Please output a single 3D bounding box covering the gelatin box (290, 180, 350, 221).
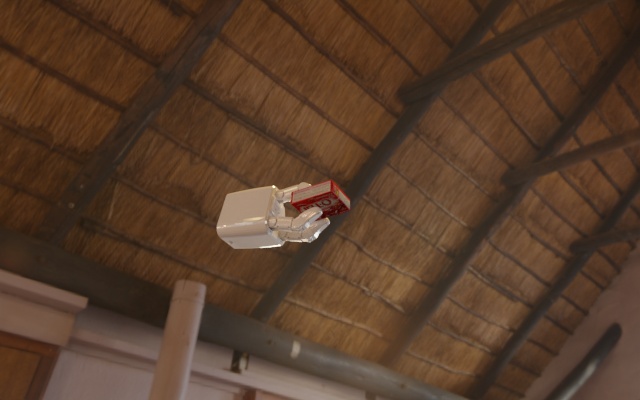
[{"bbox_3d":[0.000,0.002,0.885,0.089,0.030,0.073,-17,-39,25],"label":"gelatin box"}]
